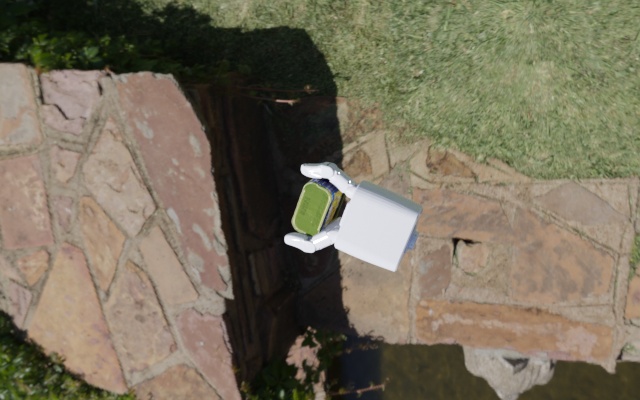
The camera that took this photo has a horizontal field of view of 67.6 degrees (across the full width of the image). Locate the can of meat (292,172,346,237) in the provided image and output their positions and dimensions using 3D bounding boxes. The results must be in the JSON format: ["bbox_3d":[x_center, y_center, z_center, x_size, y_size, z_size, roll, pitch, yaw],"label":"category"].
[{"bbox_3d":[0.000,0.003,0.810,0.057,0.102,0.084,26,28,12],"label":"can of meat"}]
